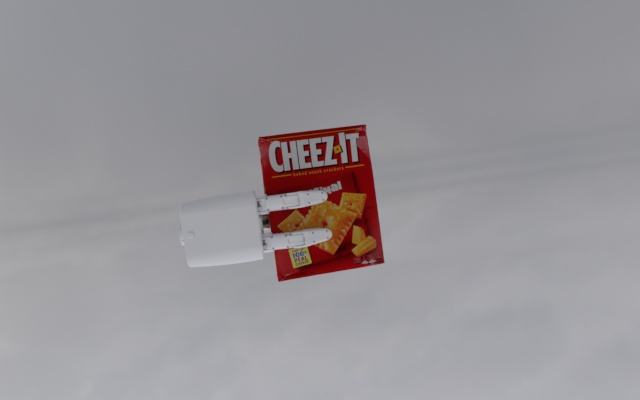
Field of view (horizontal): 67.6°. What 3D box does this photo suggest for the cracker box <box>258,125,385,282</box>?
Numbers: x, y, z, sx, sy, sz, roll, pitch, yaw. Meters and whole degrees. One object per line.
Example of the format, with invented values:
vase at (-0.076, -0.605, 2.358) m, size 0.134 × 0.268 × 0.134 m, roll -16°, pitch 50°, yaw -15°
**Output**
cracker box at (0.000, 0.003, 0.722) m, size 0.164 × 0.213 × 0.072 m, roll -8°, pitch 2°, yaw -7°
